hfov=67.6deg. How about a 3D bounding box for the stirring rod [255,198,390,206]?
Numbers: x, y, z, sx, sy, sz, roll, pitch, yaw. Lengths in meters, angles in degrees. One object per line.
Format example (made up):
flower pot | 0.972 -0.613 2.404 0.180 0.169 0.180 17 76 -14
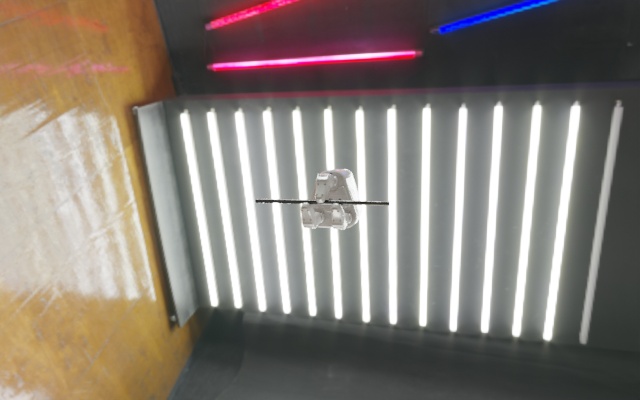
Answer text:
stirring rod | 0.000 0.003 0.835 0.239 0.011 0.011 1 0 14
